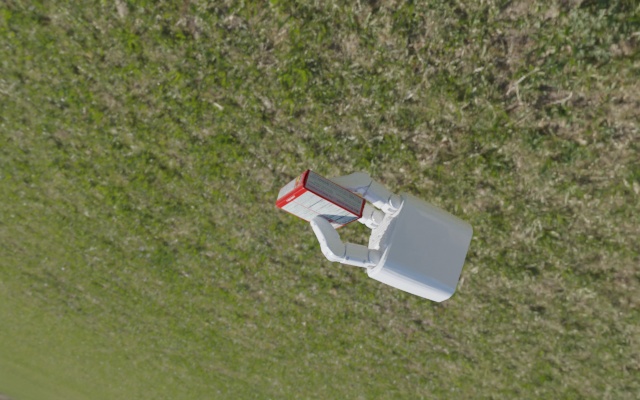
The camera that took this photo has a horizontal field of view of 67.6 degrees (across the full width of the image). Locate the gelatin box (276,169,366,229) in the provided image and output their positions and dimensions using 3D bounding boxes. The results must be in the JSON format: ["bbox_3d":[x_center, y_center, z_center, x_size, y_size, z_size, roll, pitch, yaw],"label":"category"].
[{"bbox_3d":[0.000,0.002,0.598,0.089,0.030,0.073,26,-29,-22],"label":"gelatin box"}]
